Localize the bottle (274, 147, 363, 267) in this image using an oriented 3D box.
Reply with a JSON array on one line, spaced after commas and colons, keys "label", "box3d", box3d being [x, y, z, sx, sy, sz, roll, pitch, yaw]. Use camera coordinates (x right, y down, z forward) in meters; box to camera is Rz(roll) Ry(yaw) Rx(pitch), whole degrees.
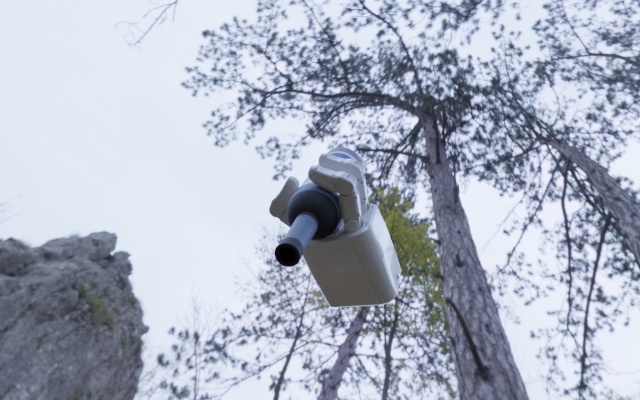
[{"label": "bottle", "box3d": [0.000, 0.002, 0.616, 0.069, 0.069, 0.295, 0, 21, 14]}]
